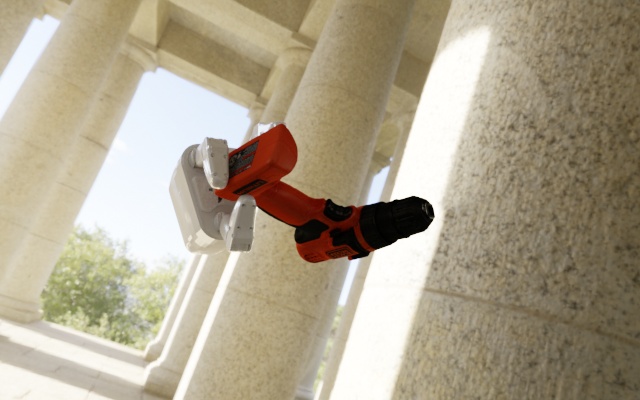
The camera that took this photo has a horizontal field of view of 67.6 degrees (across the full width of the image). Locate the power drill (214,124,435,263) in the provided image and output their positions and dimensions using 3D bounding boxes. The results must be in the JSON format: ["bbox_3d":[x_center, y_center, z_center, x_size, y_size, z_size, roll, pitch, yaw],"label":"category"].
[{"bbox_3d":[0.000,0.001,0.502,0.184,0.057,0.188,-22,-47,39],"label":"power drill"}]
